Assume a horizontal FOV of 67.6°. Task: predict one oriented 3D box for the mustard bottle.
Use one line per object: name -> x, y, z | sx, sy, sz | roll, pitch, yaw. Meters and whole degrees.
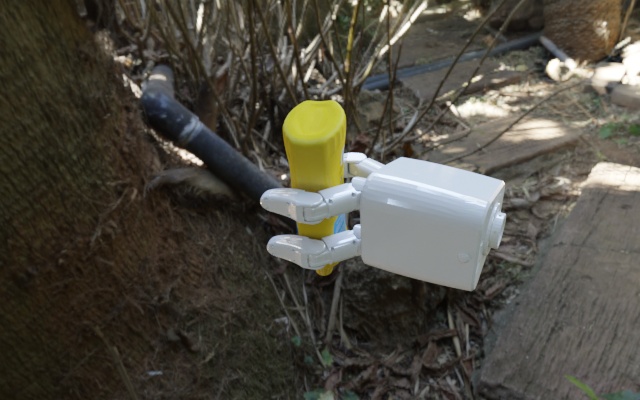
mustard bottle -> 0.000, 0.001, 0.494 | 0.058, 0.192, 0.096 | 0, 34, 6
